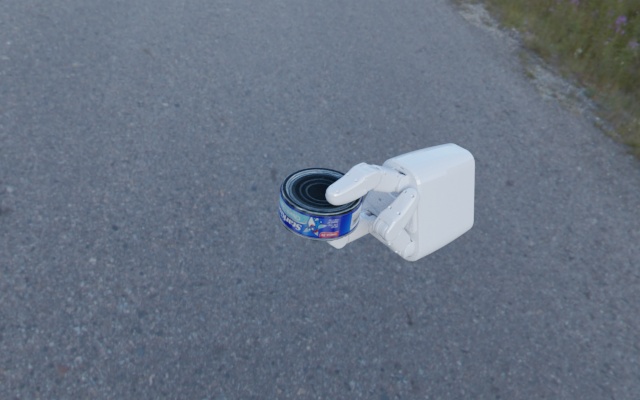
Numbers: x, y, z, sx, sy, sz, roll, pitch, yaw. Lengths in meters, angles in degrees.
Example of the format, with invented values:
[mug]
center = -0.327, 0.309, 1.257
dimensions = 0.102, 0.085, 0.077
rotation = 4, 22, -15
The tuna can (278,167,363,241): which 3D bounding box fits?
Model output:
[tuna can]
center = 0.000, 0.001, 0.492
dimensions = 0.086, 0.034, 0.086
rotation = 4, 37, -3
